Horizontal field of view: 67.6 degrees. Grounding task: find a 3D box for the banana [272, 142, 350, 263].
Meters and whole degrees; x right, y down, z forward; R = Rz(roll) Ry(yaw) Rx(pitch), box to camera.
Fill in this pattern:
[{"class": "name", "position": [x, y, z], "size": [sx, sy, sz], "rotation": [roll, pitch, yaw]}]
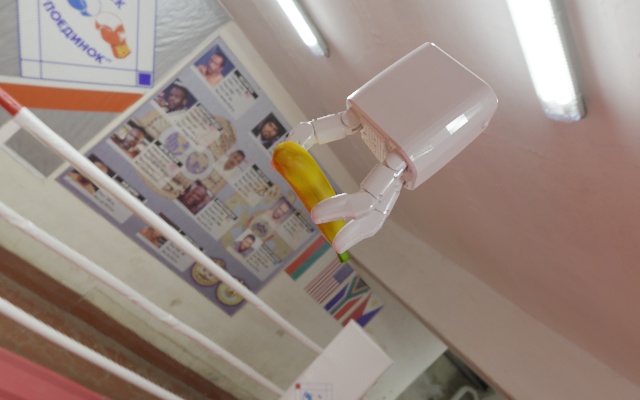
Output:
[{"class": "banana", "position": [-0.006, -0.009, 0.490], "size": [0.037, 0.069, 0.198], "rotation": [-32, -40, 1]}]
